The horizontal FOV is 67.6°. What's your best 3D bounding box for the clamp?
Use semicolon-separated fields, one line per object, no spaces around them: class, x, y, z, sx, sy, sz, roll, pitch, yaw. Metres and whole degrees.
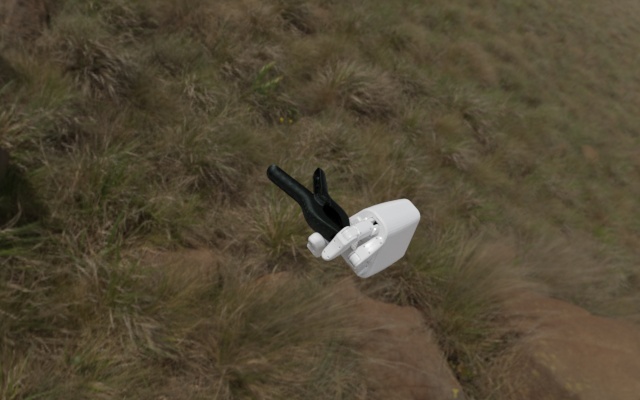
clamp;0.000;0.002;0.764;0.120;0.171;0.039;-16;-30;-46
